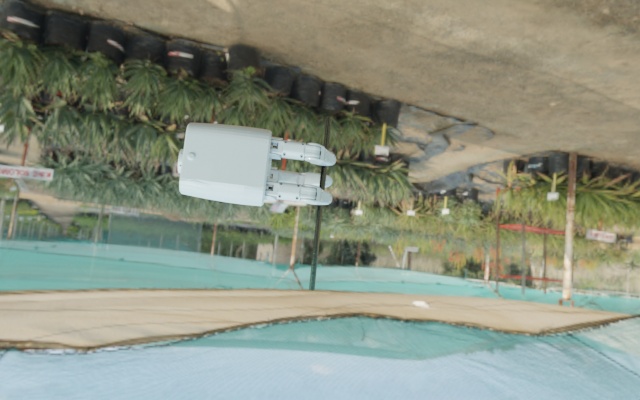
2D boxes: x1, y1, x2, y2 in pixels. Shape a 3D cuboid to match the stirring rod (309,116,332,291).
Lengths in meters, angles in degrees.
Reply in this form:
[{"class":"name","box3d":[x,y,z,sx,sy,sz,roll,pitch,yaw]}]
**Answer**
[{"class":"stirring rod","box3d":[0.000,0.002,0.657,0.011,0.239,0.011,6,-6,1]}]
